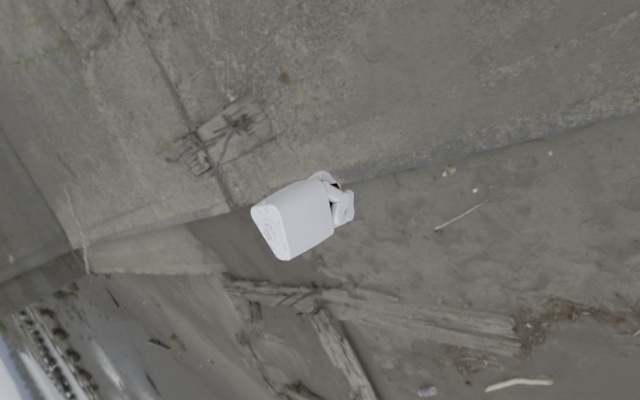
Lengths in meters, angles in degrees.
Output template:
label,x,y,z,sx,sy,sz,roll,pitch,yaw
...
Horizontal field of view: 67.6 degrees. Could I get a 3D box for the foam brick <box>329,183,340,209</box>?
label,x,y,z,sx,sy,sz,roll,pitch,yaw
foam brick,0.000,0.003,0.896,0.051,0.053,0.078,-30,13,-35
